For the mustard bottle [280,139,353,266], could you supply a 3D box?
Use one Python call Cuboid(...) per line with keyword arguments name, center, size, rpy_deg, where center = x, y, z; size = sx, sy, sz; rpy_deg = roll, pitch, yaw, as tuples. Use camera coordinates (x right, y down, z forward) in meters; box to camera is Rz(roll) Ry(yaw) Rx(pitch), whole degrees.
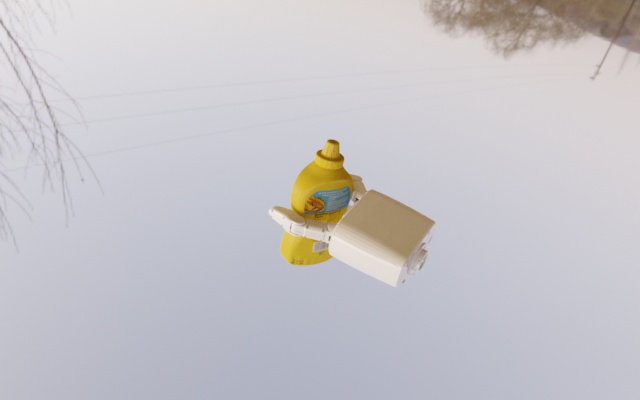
Cuboid(name="mustard bottle", center=(0.000, 0.002, 0.693), size=(0.096, 0.192, 0.058), rpy_deg=(-9, 36, -33))
